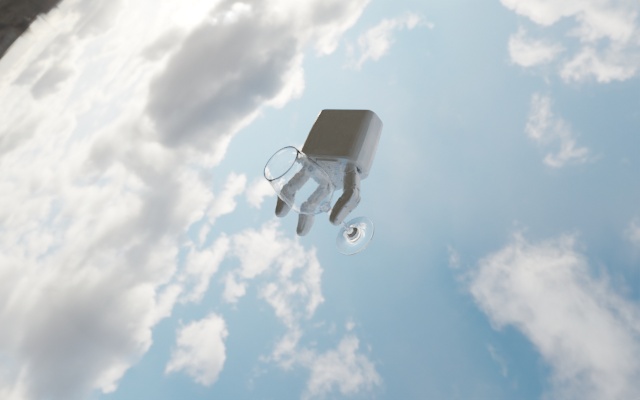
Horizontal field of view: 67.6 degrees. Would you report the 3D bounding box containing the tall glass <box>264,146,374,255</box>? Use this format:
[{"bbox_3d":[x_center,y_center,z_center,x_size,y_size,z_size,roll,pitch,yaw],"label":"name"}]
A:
[{"bbox_3d":[0.001,0.003,0.732,0.079,0.079,0.201,0,-34,44],"label":"tall glass"}]
